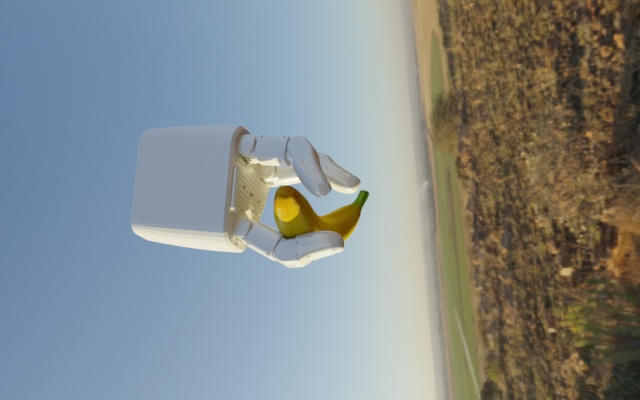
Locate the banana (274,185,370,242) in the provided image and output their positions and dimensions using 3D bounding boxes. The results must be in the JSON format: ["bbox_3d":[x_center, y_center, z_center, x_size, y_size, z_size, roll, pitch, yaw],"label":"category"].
[{"bbox_3d":[-0.002,0.020,0.479,0.037,0.069,0.198,12,5,23],"label":"banana"}]
